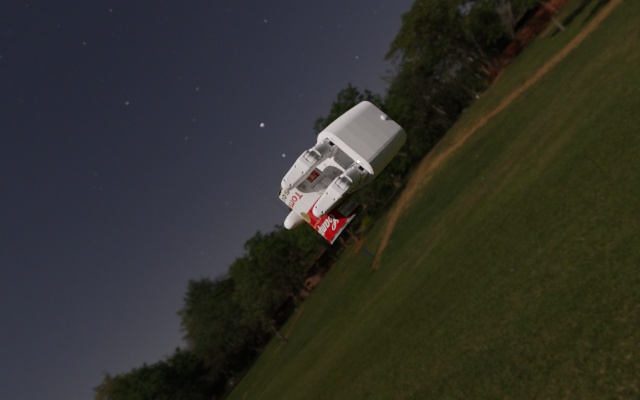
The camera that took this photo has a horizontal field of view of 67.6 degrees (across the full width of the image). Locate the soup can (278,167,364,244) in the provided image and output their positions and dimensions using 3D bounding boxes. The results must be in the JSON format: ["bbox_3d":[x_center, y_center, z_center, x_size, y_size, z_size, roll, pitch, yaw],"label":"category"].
[{"bbox_3d":[0.000,0.002,0.665,0.102,0.068,0.068,41,6,7],"label":"soup can"}]
